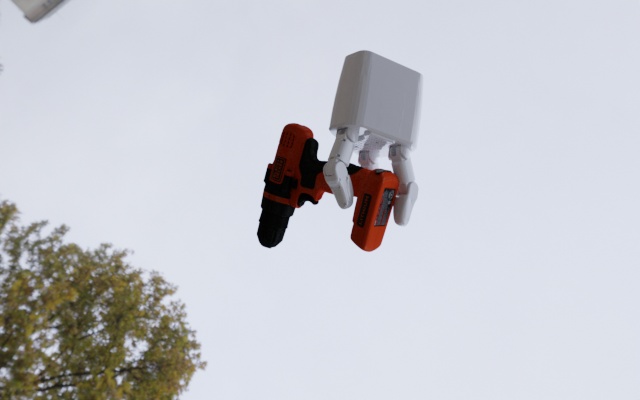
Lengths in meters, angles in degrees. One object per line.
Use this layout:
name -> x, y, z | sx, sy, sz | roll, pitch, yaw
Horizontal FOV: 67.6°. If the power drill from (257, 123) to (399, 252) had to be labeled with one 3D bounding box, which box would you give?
power drill -> 0.001, 0.002, 0.647 | 0.187, 0.184, 0.057 | 21, 12, 29
